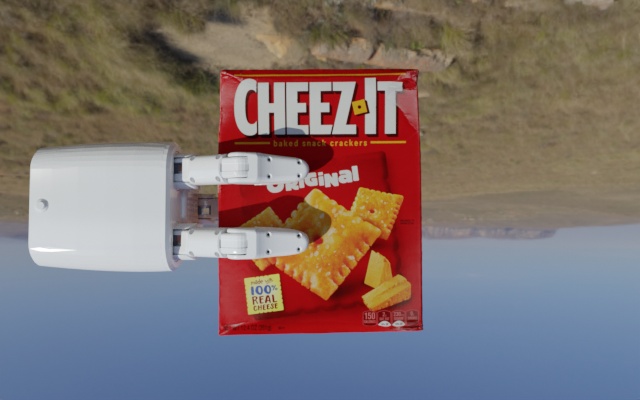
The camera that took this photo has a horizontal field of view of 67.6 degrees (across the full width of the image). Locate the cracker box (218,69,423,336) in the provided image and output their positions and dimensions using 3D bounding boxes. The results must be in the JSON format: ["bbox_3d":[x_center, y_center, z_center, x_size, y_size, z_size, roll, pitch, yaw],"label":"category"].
[{"bbox_3d":[0.000,0.002,0.404,0.164,0.213,0.072,0,-3,0],"label":"cracker box"}]
